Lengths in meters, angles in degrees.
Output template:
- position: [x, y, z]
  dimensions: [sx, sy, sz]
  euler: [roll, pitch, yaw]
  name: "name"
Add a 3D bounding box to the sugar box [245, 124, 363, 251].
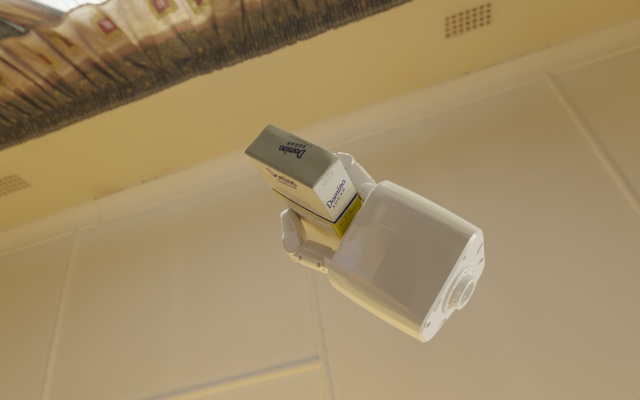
- position: [0.001, 0.001, 0.500]
  dimensions: [0.093, 0.048, 0.176]
  euler: [29, -19, 33]
  name: "sugar box"
